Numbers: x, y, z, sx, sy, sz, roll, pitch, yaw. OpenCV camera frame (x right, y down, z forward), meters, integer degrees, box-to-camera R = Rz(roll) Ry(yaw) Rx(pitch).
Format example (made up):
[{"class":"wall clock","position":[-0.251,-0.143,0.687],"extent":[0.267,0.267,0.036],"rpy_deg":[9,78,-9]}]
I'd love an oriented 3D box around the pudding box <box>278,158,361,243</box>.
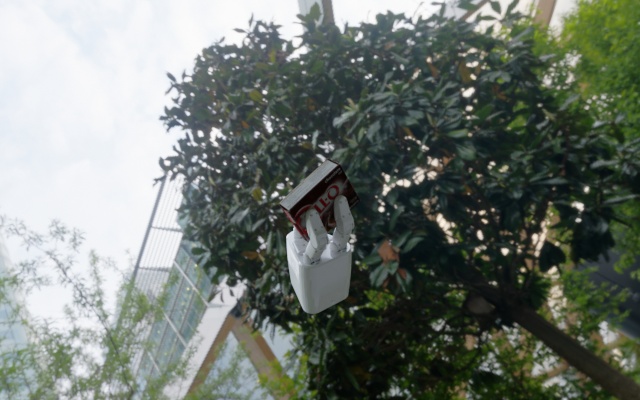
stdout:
[{"class":"pudding box","position":[0.000,0.002,0.762],"extent":[0.039,0.113,0.090],"rpy_deg":[31,-19,46]}]
